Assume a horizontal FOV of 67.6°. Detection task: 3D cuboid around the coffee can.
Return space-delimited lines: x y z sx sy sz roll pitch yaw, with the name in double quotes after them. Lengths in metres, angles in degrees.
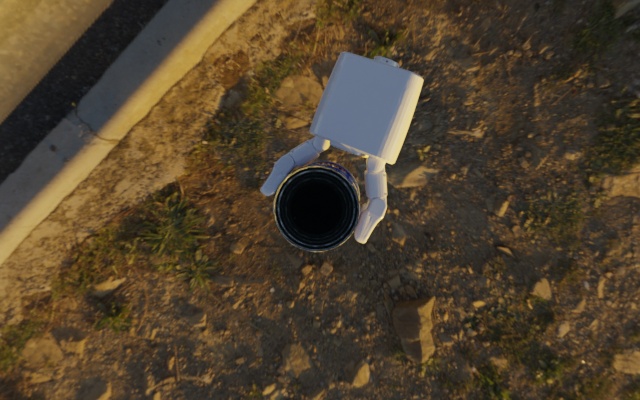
0.000 0.002 0.621 0.103 0.103 0.140 0 7 4 "coffee can"
